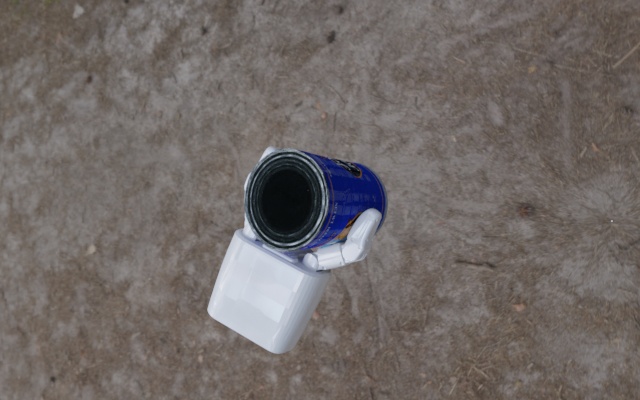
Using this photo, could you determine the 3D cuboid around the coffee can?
[{"bbox_3d":[0.000,0.002,0.530,0.103,0.103,0.140,0,-2,31],"label":"coffee can"}]
